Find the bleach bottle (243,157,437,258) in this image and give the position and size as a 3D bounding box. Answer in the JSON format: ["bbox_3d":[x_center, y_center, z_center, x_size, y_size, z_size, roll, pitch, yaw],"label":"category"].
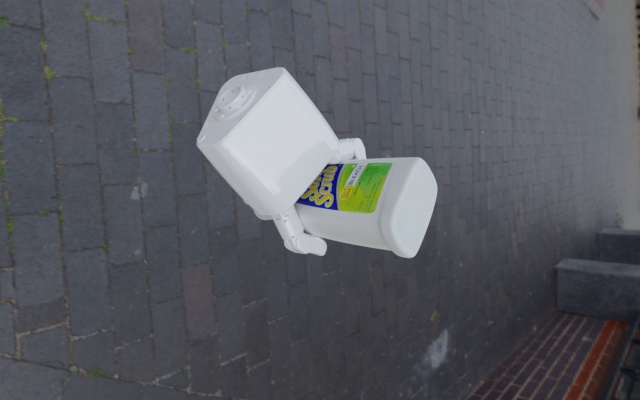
[{"bbox_3d":[0.000,0.002,0.550,0.251,0.102,0.068,2,-36,39],"label":"bleach bottle"}]
